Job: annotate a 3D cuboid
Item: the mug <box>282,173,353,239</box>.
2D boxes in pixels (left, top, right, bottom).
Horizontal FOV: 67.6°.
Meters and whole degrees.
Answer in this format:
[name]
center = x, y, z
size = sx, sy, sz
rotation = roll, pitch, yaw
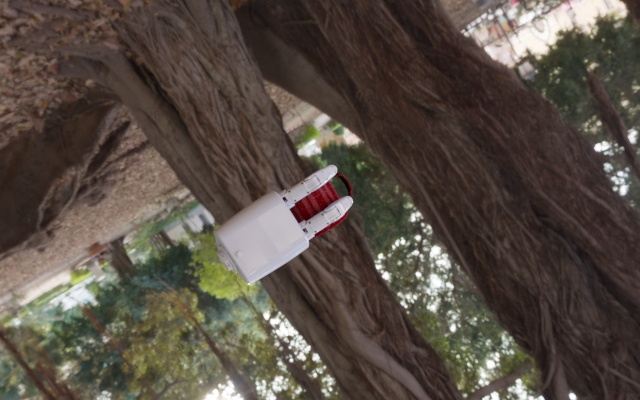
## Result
[mug]
center = 0.001, 0.002, 0.770
size = 0.117, 0.081, 0.093
rotation = -33, 6, -17
